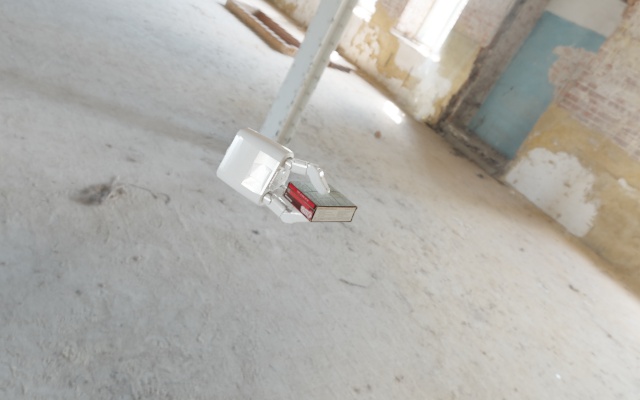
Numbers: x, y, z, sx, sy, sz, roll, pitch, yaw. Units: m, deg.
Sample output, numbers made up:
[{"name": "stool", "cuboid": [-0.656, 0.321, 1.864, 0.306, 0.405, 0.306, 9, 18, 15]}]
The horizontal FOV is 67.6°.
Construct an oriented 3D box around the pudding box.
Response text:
[{"name": "pudding box", "cuboid": [0.000, 0.003, 0.891, 0.113, 0.039, 0.090, 0, 33, -44]}]
